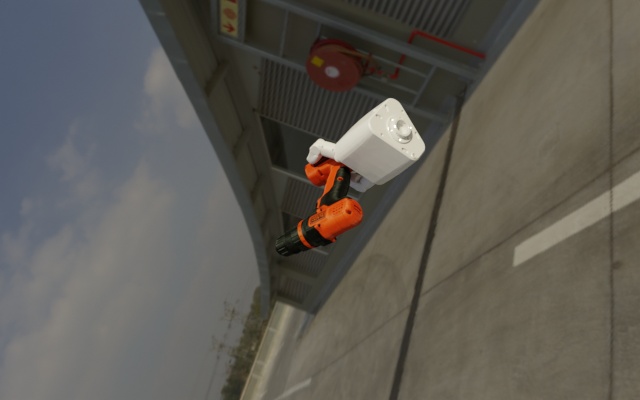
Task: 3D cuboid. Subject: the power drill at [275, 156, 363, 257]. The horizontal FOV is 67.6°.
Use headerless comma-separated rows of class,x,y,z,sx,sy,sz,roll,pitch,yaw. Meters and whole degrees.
power drill,0.000,0.002,0.856,0.184,0.187,0.057,-27,-51,32
